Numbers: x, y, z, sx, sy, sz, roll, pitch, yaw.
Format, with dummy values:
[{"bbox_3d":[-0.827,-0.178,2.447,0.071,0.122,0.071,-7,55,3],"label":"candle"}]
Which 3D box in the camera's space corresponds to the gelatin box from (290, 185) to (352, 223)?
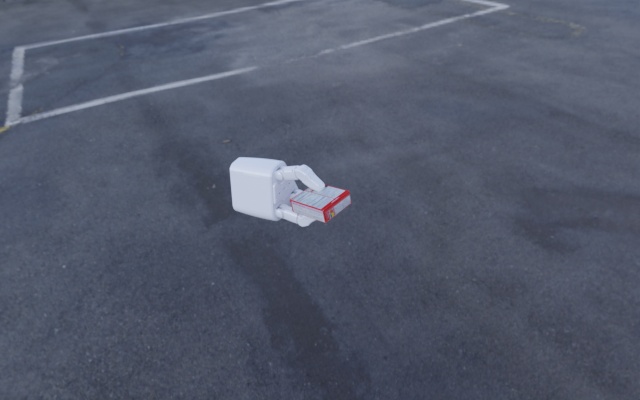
[{"bbox_3d":[0.000,0.003,0.875,0.089,0.030,0.073,16,40,41],"label":"gelatin box"}]
